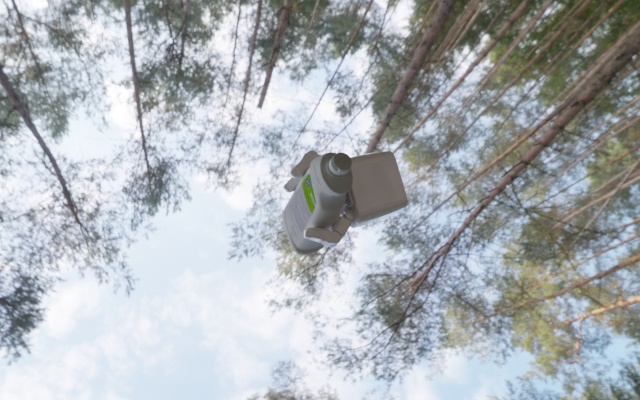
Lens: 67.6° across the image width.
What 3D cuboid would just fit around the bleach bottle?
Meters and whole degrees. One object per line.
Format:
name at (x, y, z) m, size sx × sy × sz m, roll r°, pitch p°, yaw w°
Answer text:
bleach bottle at (0.000, 0.003, 0.784) m, size 0.068 × 0.102 × 0.251 m, roll -15°, pitch -19°, yaw -23°
